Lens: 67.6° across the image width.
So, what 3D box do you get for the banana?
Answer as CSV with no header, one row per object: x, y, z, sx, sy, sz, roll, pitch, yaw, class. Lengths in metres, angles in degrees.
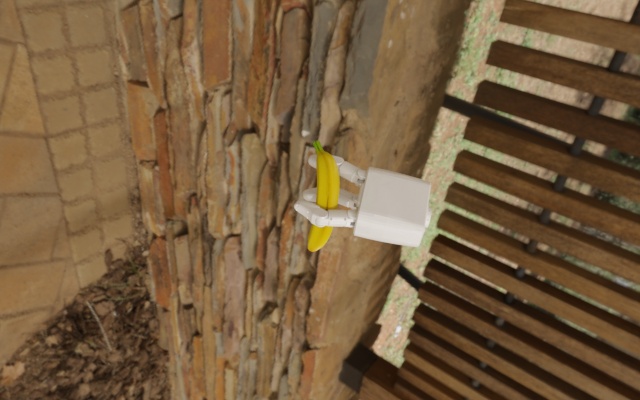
0.005,0.006,0.786,0.037,0.198,0.069,0,21,-15,banana
